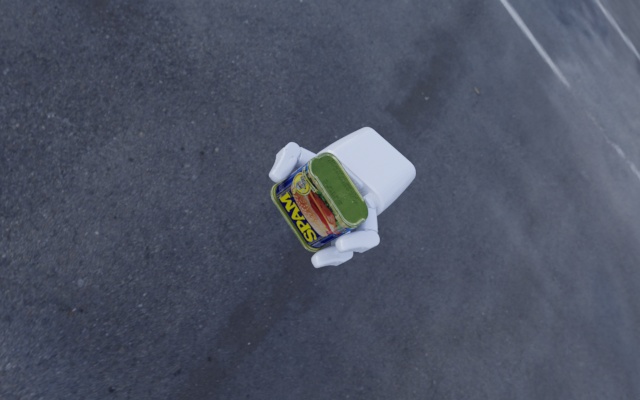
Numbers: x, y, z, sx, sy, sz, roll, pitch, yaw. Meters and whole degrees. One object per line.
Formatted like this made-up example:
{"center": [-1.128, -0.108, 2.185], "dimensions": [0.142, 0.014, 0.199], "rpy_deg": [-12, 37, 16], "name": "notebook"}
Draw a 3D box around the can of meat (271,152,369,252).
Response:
{"center": [0.000, 0.002, 0.587], "dimensions": [0.057, 0.102, 0.084], "rpy_deg": [-34, 0, -44], "name": "can of meat"}
